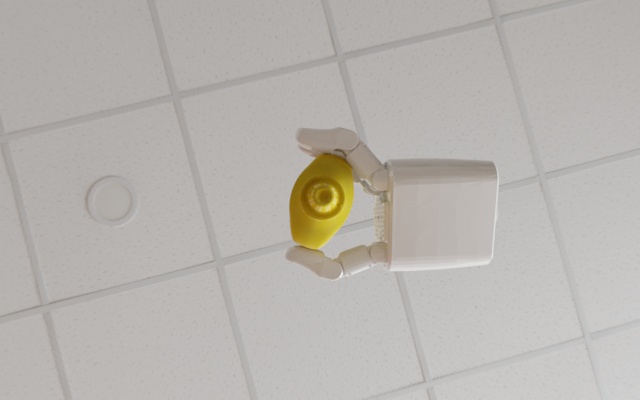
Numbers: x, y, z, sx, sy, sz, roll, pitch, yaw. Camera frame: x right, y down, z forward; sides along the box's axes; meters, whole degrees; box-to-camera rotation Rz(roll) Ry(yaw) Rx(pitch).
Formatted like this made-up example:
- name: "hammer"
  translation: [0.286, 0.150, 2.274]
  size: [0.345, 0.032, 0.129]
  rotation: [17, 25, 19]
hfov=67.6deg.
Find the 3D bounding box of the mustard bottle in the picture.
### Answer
- name: "mustard bottle"
  translation: [0.000, 0.002, 0.491]
  size: [0.058, 0.096, 0.191]
  rotation: [22, -3, -1]
